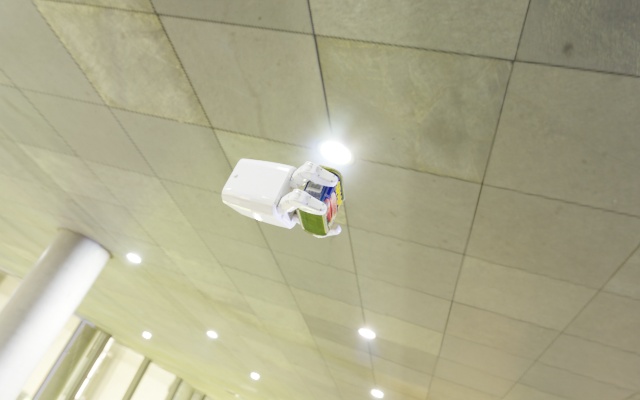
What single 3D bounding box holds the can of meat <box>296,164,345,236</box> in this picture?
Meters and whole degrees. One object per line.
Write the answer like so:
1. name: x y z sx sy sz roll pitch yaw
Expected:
1. can of meat: 0.000 0.003 0.822 0.057 0.084 0.102 15 -29 16
